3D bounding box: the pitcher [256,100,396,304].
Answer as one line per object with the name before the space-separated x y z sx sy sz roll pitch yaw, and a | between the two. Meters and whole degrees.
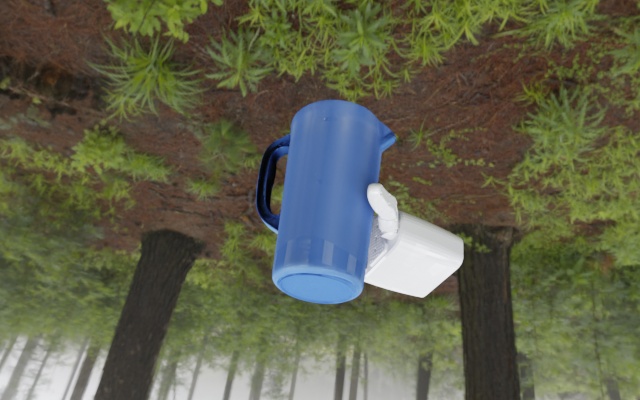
pitcher | 0.000 0.002 0.618 0.145 0.242 0.149 22 -34 -21
